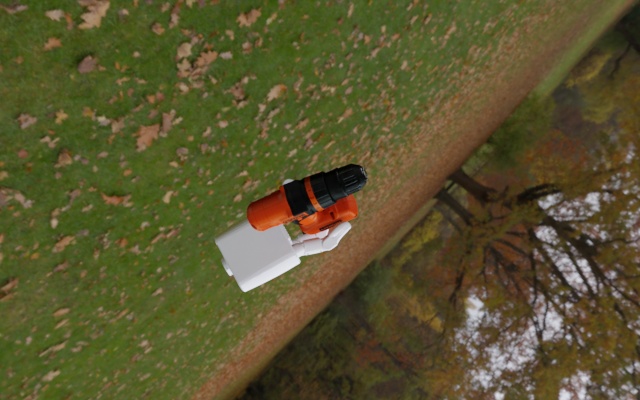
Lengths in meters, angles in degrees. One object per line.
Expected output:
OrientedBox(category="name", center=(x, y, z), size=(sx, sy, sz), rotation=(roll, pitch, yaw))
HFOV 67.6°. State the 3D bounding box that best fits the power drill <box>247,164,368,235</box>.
OrientedBox(category="power drill", center=(0.000, 0.003, 0.742), size=(0.184, 0.057, 0.188), rotation=(-20, -14, 14))
